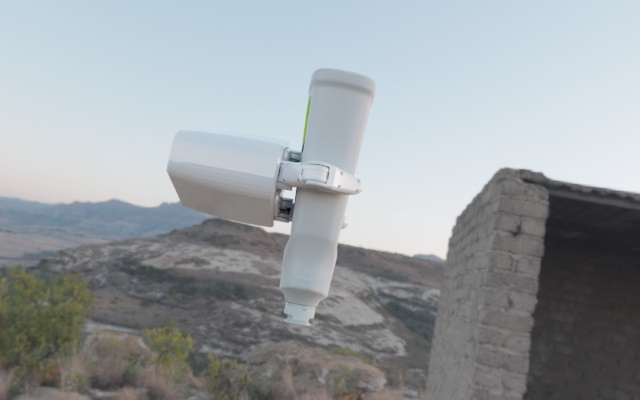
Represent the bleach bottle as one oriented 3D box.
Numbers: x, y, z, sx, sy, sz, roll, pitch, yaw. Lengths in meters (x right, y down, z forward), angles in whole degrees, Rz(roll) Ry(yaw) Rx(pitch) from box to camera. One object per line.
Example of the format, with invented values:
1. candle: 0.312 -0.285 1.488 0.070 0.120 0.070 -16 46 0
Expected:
1. bleach bottle: 0.000 0.002 0.493 0.068 0.251 0.102 11 -7 -1
